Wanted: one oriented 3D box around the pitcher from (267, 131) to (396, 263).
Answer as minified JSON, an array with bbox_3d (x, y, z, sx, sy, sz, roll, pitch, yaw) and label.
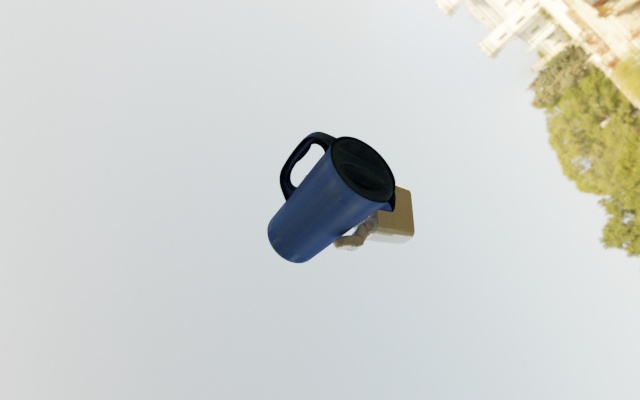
[{"bbox_3d":[0.000,0.003,0.838,0.145,0.149,0.243,9,-39,-36],"label":"pitcher"}]
